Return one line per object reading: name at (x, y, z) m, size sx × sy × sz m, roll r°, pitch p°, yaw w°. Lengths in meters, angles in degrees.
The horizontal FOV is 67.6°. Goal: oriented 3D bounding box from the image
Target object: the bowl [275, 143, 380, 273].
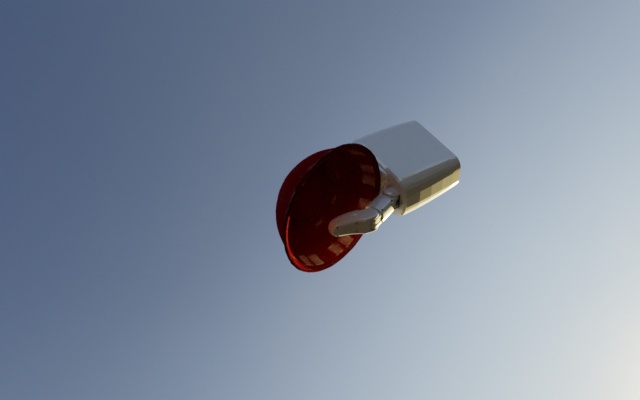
bowl at (-0.001, 0.002, 0.566) m, size 0.055 × 0.162 × 0.162 m, roll 28°, pitch 17°, yaw 36°
